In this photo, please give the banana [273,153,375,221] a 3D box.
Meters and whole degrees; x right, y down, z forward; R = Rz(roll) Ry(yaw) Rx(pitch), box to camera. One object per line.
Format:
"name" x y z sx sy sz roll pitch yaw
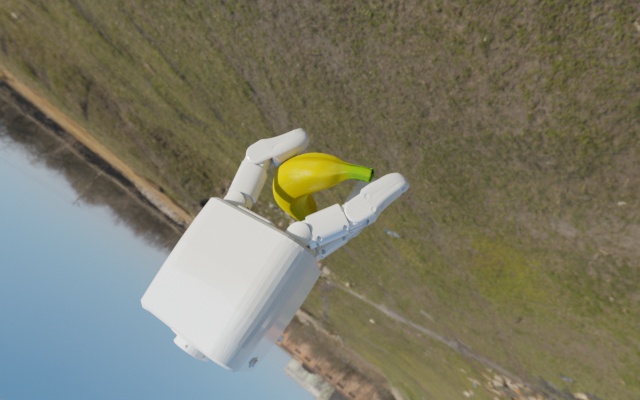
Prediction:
"banana" -0.015 -0.009 0.466 0.069 0.037 0.198 31 -16 -7
